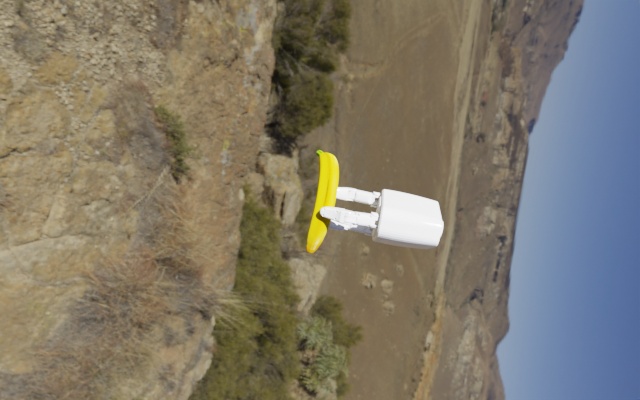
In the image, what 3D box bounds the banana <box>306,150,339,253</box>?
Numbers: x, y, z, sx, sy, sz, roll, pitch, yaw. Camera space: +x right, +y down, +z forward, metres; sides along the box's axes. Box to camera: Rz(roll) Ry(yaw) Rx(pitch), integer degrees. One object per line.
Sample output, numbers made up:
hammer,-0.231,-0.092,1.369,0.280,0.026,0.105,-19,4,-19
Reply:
banana,0.006,-0.005,0.856,0.037,0.197,0.070,11,-16,-13
